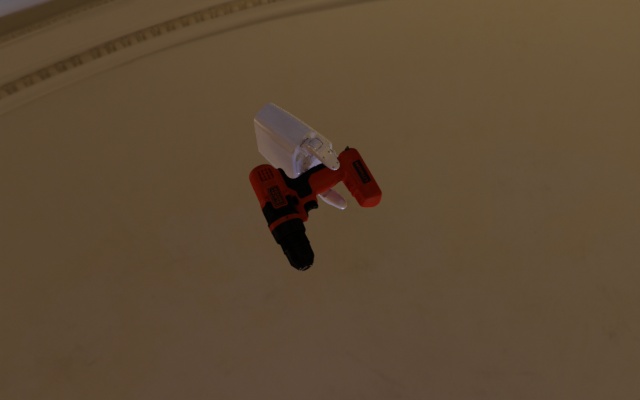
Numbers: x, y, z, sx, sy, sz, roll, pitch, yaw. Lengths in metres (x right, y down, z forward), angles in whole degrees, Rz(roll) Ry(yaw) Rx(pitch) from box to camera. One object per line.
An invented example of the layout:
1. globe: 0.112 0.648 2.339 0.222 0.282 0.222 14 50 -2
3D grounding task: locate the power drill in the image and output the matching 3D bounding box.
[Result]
1. power drill: 0.000 0.002 0.762 0.187 0.184 0.057 -20 -19 -20
